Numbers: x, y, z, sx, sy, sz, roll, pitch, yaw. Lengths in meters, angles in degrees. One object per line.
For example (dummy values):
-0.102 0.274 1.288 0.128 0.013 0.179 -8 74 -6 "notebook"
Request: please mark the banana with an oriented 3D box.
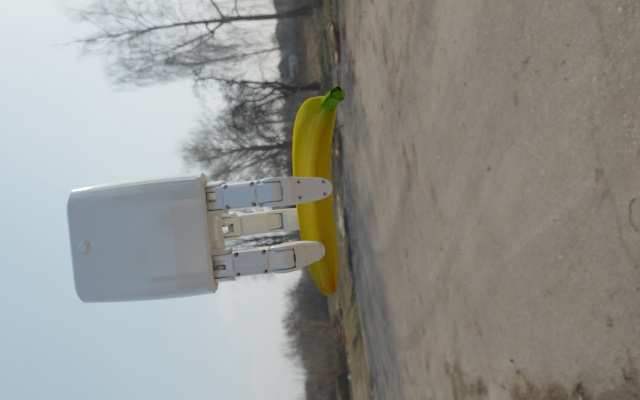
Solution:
-0.004 -0.009 0.438 0.037 0.198 0.069 -6 26 -11 "banana"
